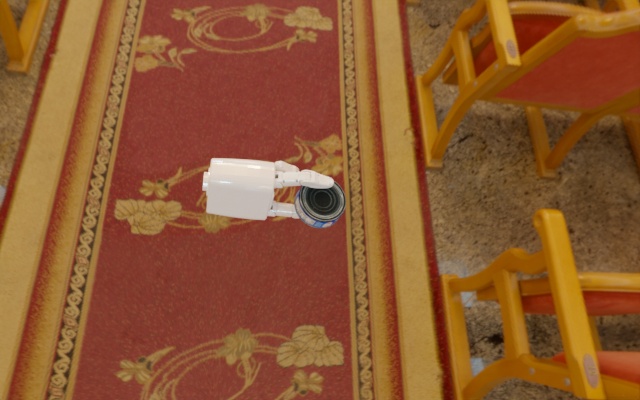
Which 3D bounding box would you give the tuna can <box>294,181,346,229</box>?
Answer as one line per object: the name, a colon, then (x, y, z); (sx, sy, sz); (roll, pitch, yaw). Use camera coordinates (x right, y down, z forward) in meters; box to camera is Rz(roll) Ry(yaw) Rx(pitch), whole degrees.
tuna can: (0.000, 0.002, 0.823); (0.086, 0.086, 0.034); (0, -22, -18)
